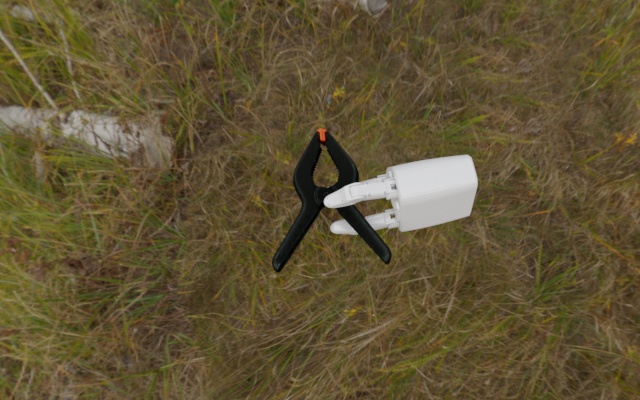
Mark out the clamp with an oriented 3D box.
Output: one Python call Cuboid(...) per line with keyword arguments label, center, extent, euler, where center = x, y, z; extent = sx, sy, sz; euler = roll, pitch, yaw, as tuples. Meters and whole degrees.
Cuboid(label="clamp", center=(0.000, 0.001, 0.679), extent=(0.164, 0.210, 0.036), euler=(-11, -14, 2))
